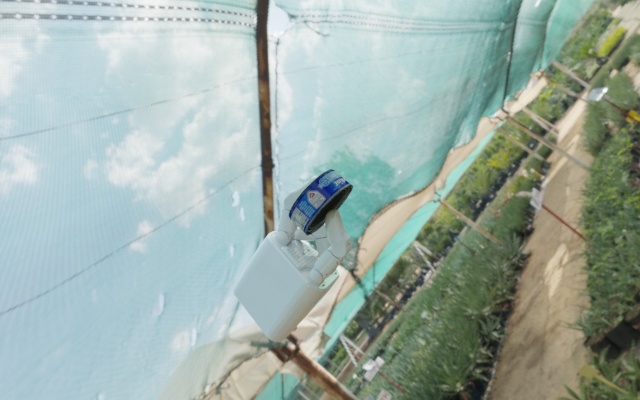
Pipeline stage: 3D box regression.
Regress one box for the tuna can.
[{"bbox_3d":[0.000,0.002,0.603,0.033,0.086,0.086,43,10,12],"label":"tuna can"}]
